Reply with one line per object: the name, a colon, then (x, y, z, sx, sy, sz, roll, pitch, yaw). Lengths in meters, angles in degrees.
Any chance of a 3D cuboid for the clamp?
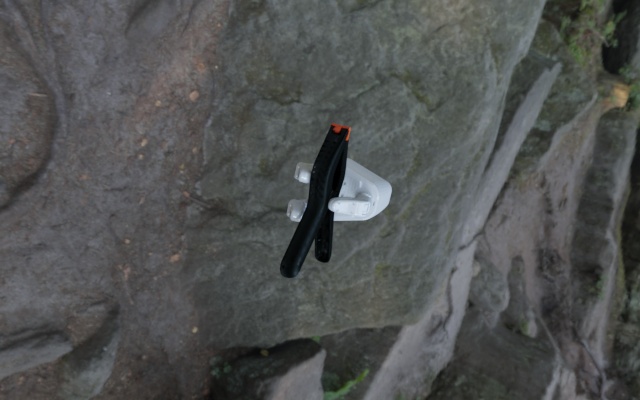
clamp: (0.001, 0.002, 0.641, 0.036, 0.210, 0.164, 15, 11, 15)
